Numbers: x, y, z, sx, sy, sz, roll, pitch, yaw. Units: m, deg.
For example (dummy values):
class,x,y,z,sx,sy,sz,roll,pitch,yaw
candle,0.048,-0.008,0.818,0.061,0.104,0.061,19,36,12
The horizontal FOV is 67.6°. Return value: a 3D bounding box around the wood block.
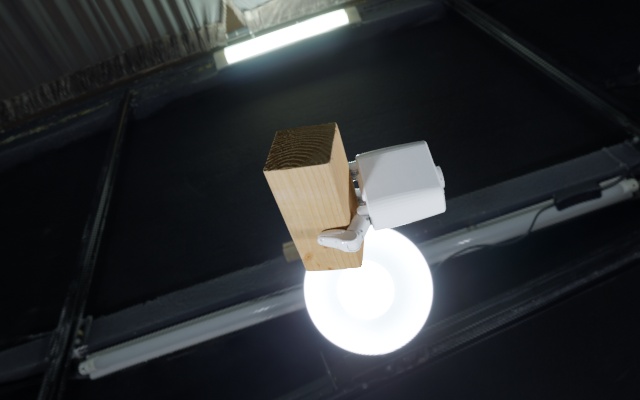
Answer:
class,x,y,z,sx,sy,sz,roll,pitch,yaw
wood block,0.000,0.003,0.688,0.090,0.206,0.090,-6,42,15
